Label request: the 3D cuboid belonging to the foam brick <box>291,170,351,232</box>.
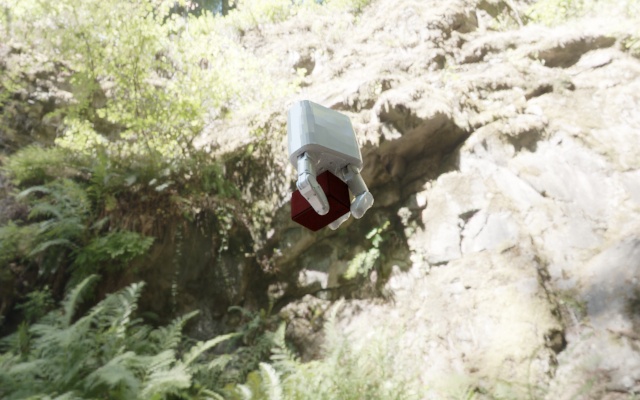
[{"bbox_3d":[0.000,0.003,0.724,0.078,0.051,0.053,-31,-45,29],"label":"foam brick"}]
